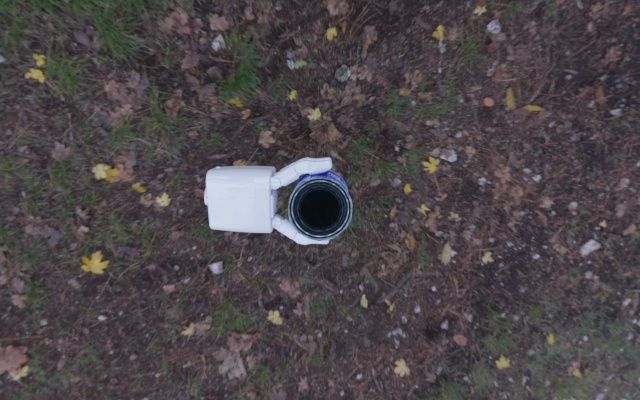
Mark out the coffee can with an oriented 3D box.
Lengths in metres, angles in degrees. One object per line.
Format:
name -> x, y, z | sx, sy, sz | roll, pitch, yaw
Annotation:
coffee can -> 0.000, 0.003, 0.816 | 0.103, 0.103, 0.140 | 0, 9, 0
